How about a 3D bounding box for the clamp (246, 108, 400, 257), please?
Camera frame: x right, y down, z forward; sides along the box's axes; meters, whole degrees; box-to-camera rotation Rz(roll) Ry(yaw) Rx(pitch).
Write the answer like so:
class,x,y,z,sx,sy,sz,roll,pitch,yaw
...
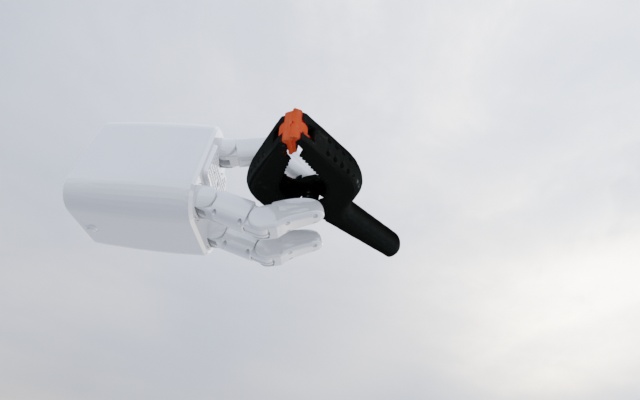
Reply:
class,x,y,z,sx,sy,sz,roll,pitch,yaw
clamp,0.000,0.000,0.422,0.164,0.036,0.210,2,-32,0
